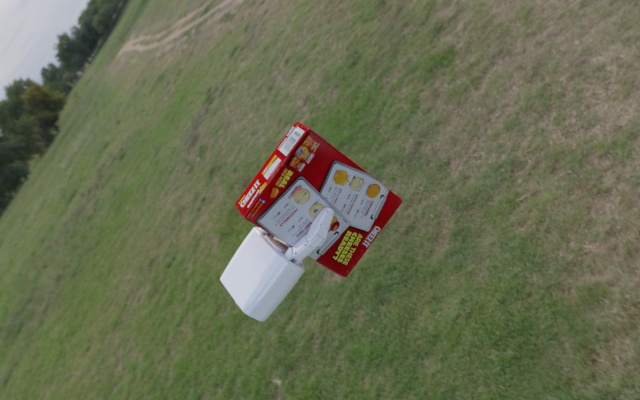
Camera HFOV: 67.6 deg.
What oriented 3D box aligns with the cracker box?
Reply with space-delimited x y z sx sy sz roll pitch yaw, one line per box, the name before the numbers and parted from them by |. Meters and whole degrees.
cracker box | 0.000 0.002 0.759 0.214 0.164 0.072 34 5 -29
